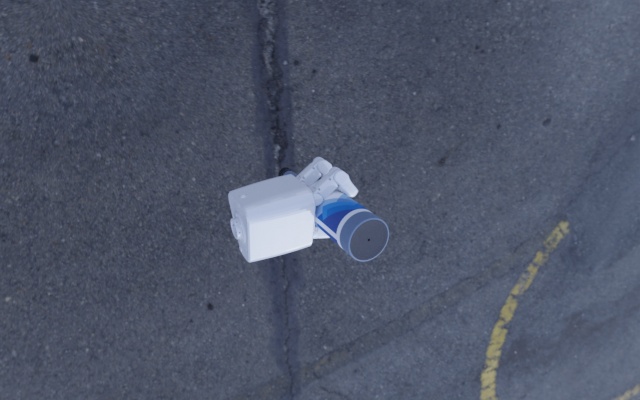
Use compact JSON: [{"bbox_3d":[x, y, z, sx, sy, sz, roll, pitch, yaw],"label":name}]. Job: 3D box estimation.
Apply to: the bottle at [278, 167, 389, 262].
[{"bbox_3d":[0.000,0.003,0.775,0.069,0.069,0.295,0,21,-29],"label":"bottle"}]
